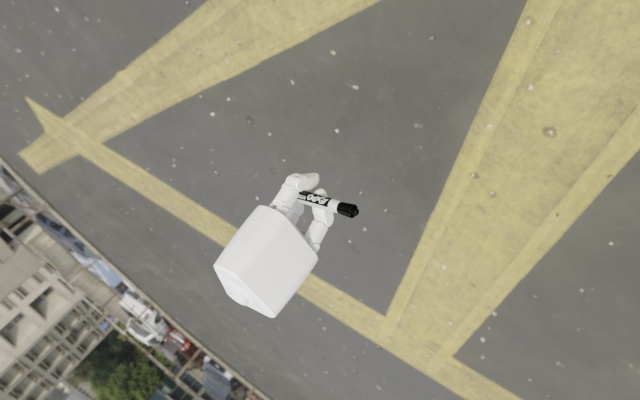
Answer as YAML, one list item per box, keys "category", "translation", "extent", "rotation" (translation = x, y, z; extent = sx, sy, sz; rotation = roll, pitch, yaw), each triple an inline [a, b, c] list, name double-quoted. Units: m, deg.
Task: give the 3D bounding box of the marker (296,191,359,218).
- category: "marker"
  translation: [0.000, 0.002, 0.655]
  extent: [0.121, 0.020, 0.020]
  rotation: [16, 9, 34]
